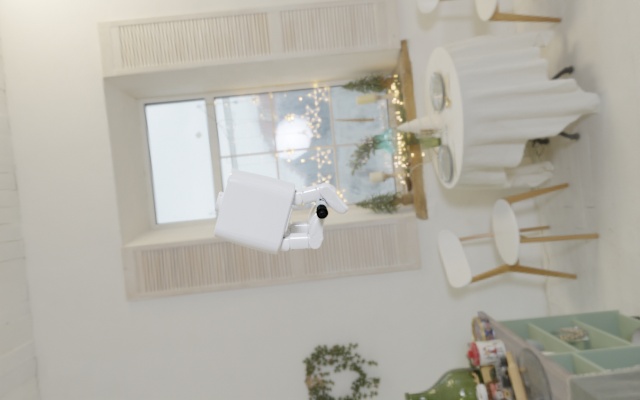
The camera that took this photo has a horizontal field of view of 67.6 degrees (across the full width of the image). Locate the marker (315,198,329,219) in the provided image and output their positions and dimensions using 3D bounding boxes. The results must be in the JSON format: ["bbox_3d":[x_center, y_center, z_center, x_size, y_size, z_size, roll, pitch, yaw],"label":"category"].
[{"bbox_3d":[0.000,0.003,0.773,0.020,0.020,0.121,0,18,-3],"label":"marker"}]
